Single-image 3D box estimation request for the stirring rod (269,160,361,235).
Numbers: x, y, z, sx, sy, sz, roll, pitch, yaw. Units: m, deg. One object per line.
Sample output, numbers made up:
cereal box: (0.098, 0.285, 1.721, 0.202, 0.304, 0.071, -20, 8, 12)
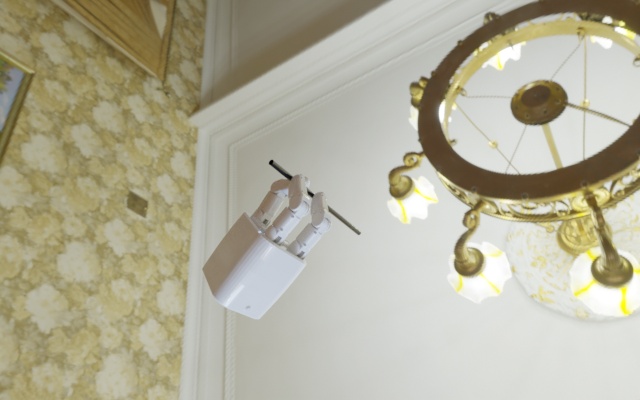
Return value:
stirring rod: (0.000, 0.002, 0.704, 0.011, 0.011, 0.240, 0, -25, 36)
